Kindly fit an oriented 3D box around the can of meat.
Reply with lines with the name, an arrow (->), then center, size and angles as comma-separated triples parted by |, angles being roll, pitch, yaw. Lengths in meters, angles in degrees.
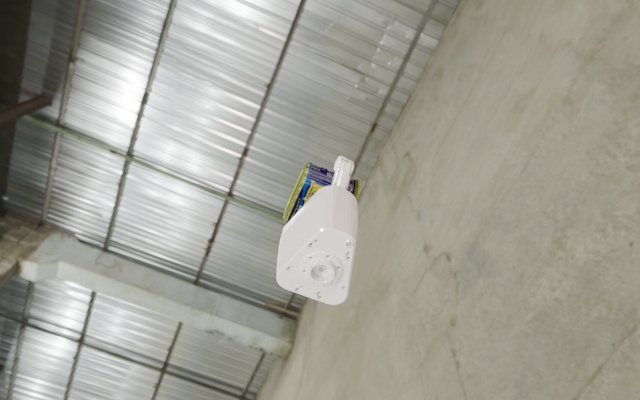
can of meat -> 0.000, 0.002, 0.699 | 0.084, 0.102, 0.057 | 21, 29, -8
